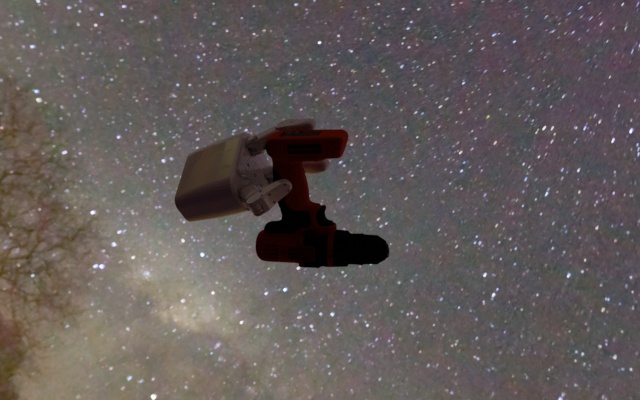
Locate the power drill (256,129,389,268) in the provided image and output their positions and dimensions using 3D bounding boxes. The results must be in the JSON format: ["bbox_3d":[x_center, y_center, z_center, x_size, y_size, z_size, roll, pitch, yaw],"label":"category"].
[{"bbox_3d":[0.000,0.002,0.635,0.184,0.188,0.057,1,19,6],"label":"power drill"}]
